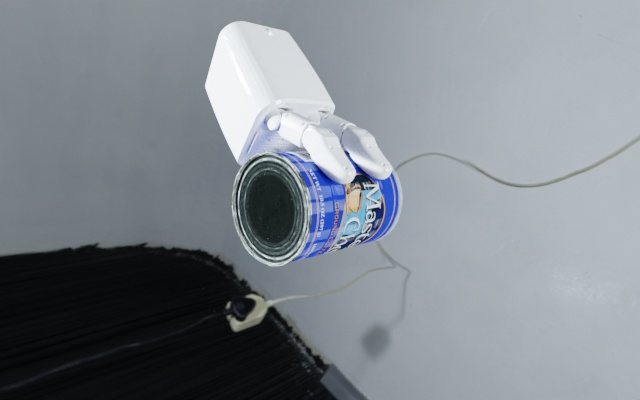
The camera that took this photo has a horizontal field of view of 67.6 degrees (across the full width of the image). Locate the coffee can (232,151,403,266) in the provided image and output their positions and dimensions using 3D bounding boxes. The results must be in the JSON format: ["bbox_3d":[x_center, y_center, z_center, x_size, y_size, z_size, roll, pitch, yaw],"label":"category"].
[{"bbox_3d":[0.000,0.002,0.472,0.103,0.103,0.140,0,5,42],"label":"coffee can"}]
